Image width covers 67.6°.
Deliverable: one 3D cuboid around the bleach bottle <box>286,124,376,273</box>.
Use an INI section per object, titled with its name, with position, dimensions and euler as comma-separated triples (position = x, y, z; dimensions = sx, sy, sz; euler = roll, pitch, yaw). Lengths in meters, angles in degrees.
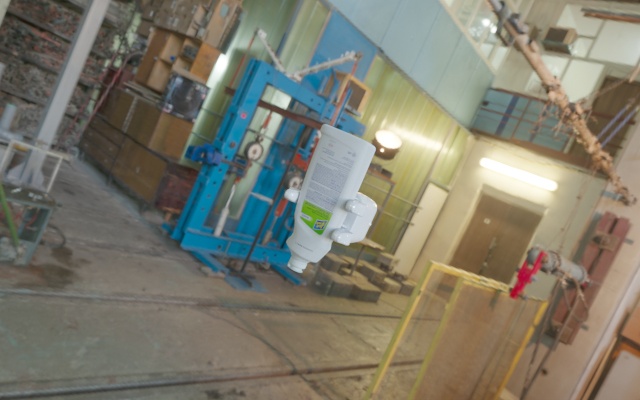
[bleach bottle]
position = 0.000, 0.003, 0.827
dimensions = 0.102, 0.251, 0.068
euler = 27, 5, 22
